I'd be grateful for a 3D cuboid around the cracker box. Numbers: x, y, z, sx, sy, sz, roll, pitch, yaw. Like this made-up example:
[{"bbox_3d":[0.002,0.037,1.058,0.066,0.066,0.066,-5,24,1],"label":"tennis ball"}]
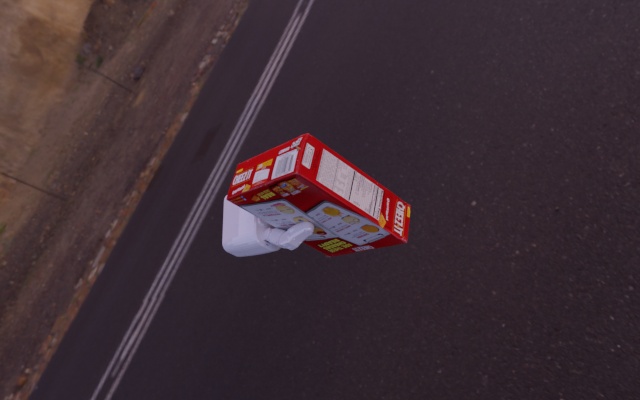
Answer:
[{"bbox_3d":[0.000,0.002,0.690,0.214,0.072,0.164,31,-31,-33],"label":"cracker box"}]
